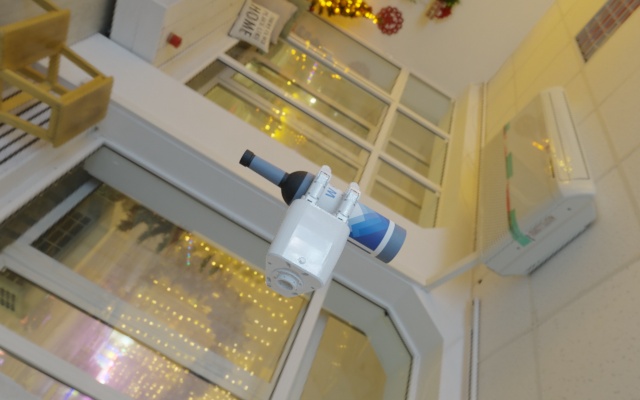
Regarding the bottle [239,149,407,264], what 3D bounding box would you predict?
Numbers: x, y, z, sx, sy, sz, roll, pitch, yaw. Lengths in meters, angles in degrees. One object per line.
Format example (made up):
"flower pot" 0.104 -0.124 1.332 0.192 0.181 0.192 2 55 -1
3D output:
"bottle" 0.000 0.003 0.788 0.296 0.069 0.069 31 -3 -5
